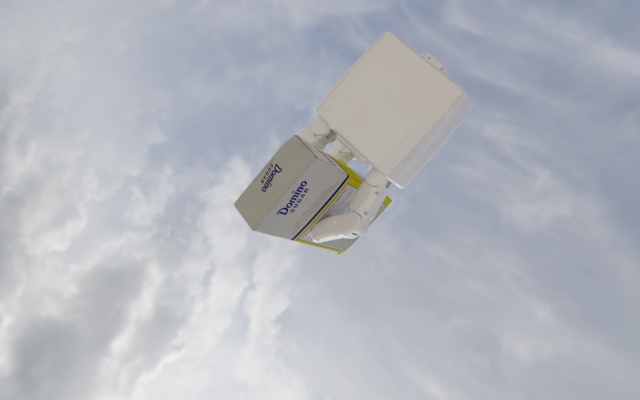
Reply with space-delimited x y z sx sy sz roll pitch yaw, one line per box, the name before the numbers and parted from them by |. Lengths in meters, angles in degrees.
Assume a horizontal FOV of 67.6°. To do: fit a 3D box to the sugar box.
sugar box | 0.000 0.001 0.505 0.048 0.093 0.176 49 13 33
